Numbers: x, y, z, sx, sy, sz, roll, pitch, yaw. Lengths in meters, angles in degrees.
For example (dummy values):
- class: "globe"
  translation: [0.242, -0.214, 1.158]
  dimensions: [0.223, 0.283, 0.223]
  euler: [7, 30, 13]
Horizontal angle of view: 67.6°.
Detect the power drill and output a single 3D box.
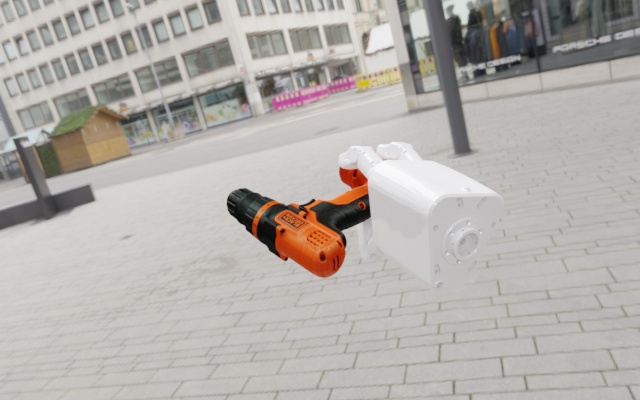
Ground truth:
- class: "power drill"
  translation: [0.001, 0.002, 0.592]
  dimensions: [0.187, 0.057, 0.184]
  euler: [-34, 47, -32]
